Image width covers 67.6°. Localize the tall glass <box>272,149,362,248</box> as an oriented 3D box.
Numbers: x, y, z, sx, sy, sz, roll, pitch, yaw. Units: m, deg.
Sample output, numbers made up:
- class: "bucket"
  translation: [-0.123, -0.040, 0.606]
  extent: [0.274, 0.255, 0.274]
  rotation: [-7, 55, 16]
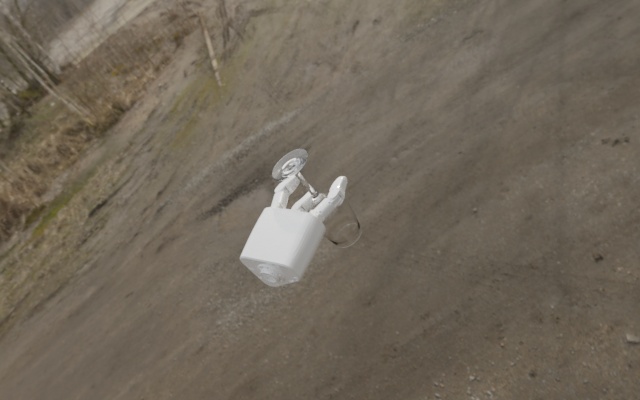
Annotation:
- class: "tall glass"
  translation: [0.000, 0.002, 0.868]
  extent: [0.079, 0.079, 0.201]
  rotation: [0, -40, 44]
